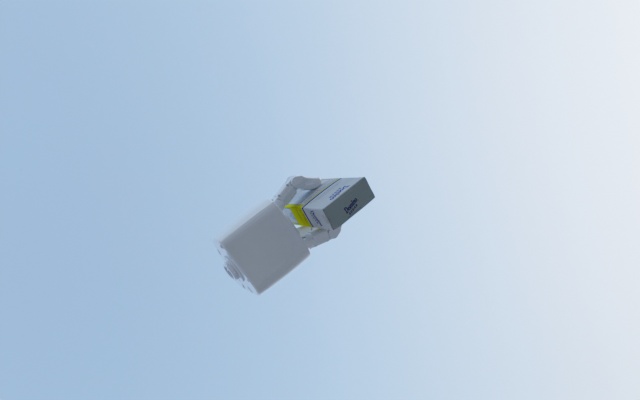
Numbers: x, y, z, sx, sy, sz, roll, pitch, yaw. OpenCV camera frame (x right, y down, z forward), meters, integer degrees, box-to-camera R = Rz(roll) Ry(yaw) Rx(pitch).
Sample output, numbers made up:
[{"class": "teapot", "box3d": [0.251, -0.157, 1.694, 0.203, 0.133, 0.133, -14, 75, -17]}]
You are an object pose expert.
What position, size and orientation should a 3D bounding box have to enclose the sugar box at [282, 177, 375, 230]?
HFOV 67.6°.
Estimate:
[{"class": "sugar box", "box3d": [0.000, 0.003, 0.786, 0.093, 0.048, 0.176, -37, 21, -24]}]
